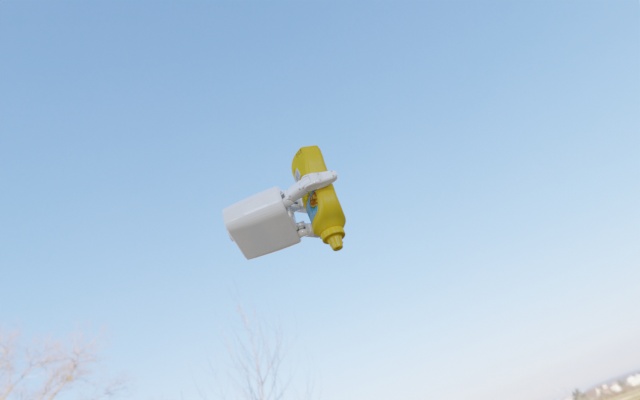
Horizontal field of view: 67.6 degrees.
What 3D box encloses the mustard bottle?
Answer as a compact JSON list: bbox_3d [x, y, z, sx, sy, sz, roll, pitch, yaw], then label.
[{"bbox_3d":[0.000,0.002,0.834,0.058,0.191,0.096,-9,-33,-18],"label":"mustard bottle"}]
